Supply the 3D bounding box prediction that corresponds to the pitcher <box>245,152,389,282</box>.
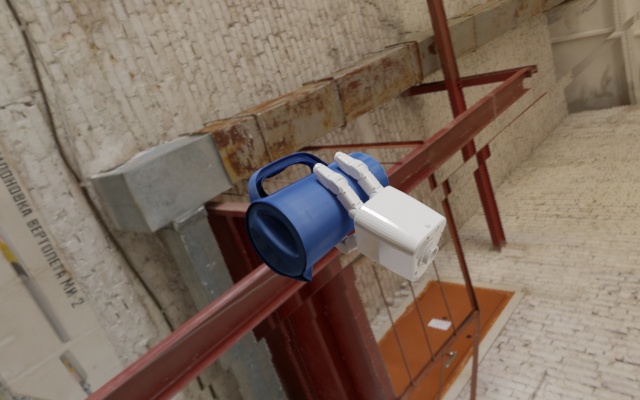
[{"bbox_3d":[0.000,0.003,0.787,0.145,0.149,0.242,30,45,29],"label":"pitcher"}]
